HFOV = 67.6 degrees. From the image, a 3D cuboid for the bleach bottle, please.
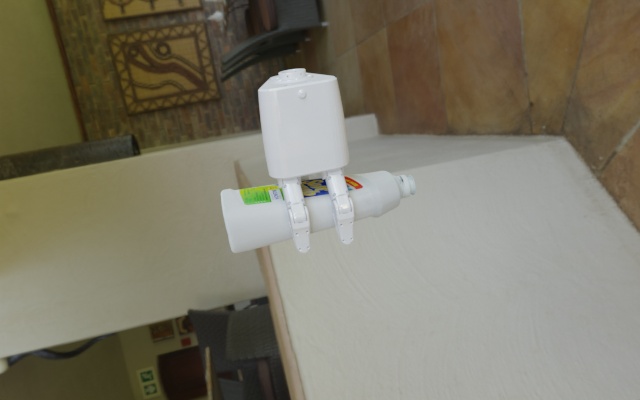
[{"bbox_3d":[0.000,0.002,0.631,0.251,0.068,0.102,-12,22,-10],"label":"bleach bottle"}]
